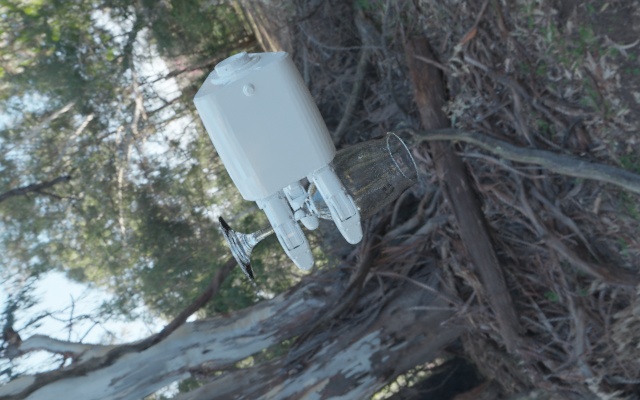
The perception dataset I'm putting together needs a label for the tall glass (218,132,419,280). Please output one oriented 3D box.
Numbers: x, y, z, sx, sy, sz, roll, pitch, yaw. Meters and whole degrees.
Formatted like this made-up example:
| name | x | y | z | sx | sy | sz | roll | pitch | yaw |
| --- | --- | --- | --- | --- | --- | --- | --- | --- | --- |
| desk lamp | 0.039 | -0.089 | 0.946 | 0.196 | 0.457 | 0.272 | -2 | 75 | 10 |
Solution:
| name | x | y | z | sx | sy | sz | roll | pitch | yaw |
| --- | --- | --- | --- | --- | --- | --- | --- | --- | --- |
| tall glass | 0.000 | 0.002 | 0.498 | 0.201 | 0.079 | 0.079 | -28 | 2 | -5 |
